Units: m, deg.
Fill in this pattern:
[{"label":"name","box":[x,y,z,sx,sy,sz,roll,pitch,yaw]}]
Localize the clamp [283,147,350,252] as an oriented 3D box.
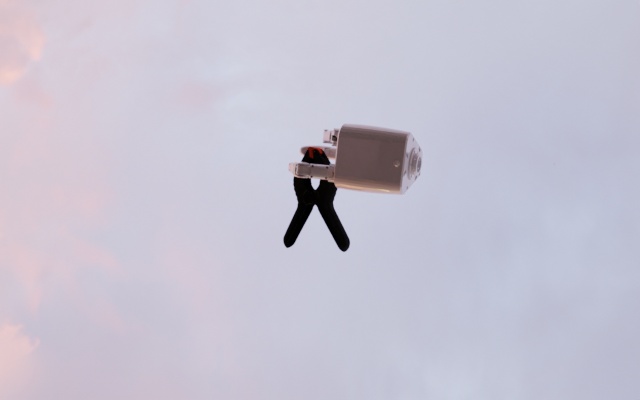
[{"label":"clamp","box":[0.000,0.002,0.762,0.120,0.171,0.039,10,8,24]}]
